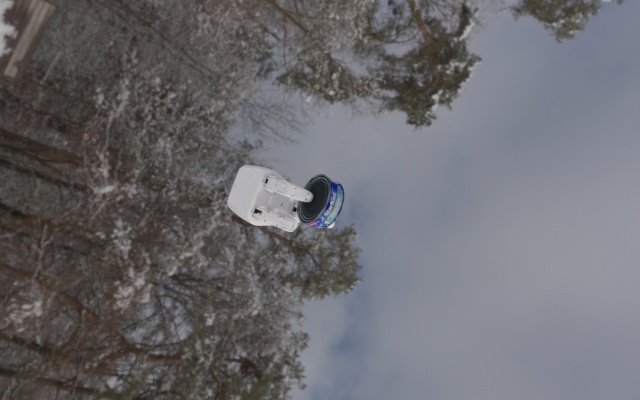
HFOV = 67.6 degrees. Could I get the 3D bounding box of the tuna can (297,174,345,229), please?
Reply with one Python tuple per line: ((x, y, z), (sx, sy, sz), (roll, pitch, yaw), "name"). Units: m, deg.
((0.001, 0.003, 0.777), (0.034, 0.086, 0.086), (24, -13, -31), "tuna can")
